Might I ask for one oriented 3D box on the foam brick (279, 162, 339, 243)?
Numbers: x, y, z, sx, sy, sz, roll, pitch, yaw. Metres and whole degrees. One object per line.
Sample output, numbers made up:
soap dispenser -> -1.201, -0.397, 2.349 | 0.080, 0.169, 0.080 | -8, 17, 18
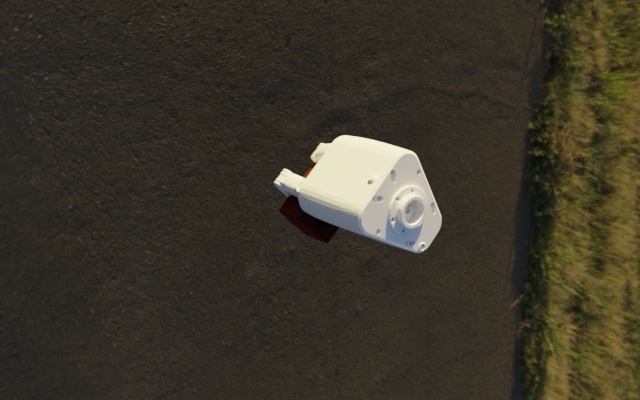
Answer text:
foam brick -> 0.000, 0.002, 0.567 | 0.053, 0.078, 0.051 | 42, -11, -33
